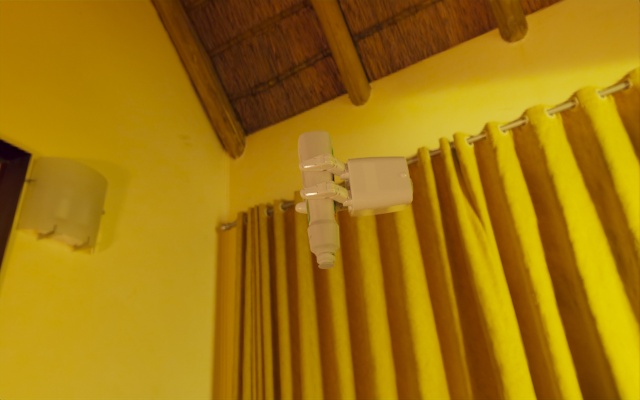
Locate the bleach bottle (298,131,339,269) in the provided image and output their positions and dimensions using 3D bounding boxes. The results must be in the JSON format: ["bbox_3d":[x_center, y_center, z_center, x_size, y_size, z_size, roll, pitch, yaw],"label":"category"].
[{"bbox_3d":[0.000,0.003,0.862,0.068,0.250,0.103,-5,-27,-1],"label":"bleach bottle"}]
